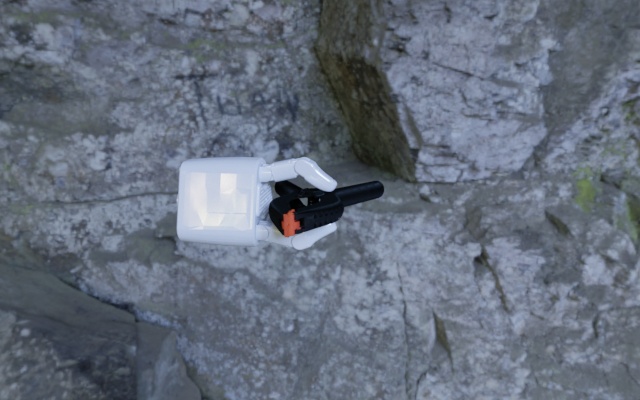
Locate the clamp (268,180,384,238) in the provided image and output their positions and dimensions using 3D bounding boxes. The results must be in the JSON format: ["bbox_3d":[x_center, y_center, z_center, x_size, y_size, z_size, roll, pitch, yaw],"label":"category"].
[{"bbox_3d":[0.000,0.001,0.625,0.164,0.036,0.210,-1,14,8],"label":"clamp"}]
